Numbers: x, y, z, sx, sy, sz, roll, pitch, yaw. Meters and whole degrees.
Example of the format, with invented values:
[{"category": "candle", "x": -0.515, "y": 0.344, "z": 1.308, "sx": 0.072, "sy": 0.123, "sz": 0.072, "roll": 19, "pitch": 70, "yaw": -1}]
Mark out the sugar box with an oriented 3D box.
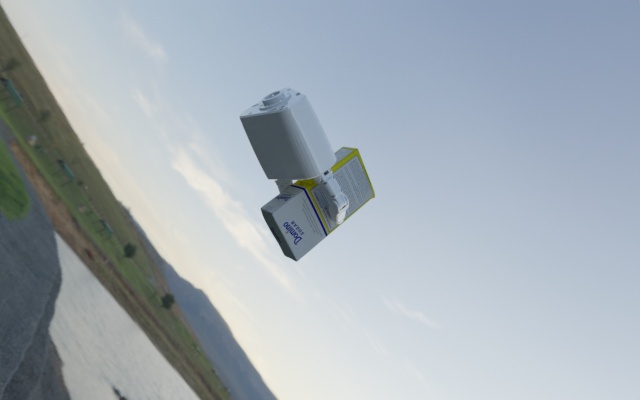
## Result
[{"category": "sugar box", "x": 0.000, "y": 0.002, "z": 0.732, "sx": 0.176, "sy": 0.093, "sz": 0.048, "roll": -36, "pitch": 29, "yaw": -22}]
